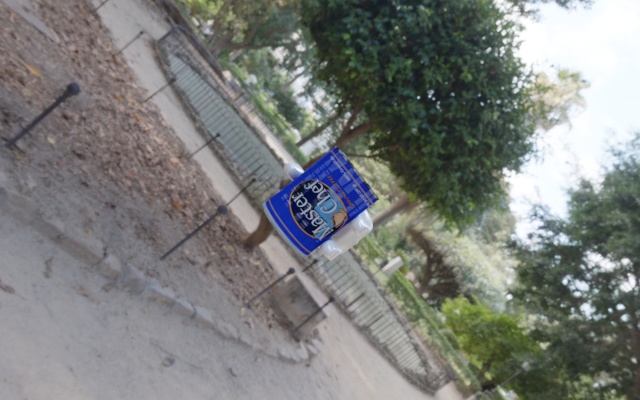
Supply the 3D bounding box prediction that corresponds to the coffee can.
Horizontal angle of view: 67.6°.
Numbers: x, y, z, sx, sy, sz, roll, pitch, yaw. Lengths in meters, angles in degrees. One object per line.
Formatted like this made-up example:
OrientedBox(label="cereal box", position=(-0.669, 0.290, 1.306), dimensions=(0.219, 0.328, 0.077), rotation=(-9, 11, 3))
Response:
OrientedBox(label="coffee can", position=(0.000, 0.002, 0.703), dimensions=(0.140, 0.103, 0.103), rotation=(-38, -3, 4))
